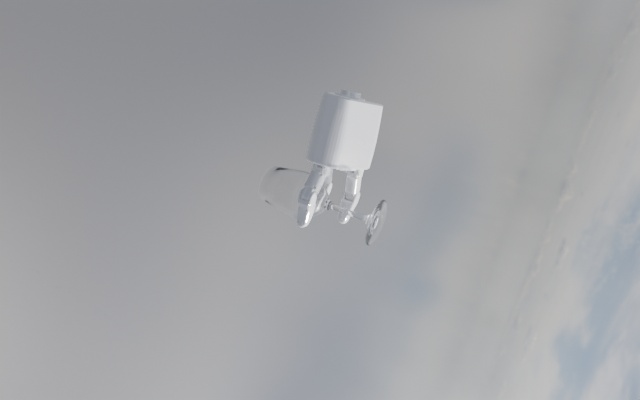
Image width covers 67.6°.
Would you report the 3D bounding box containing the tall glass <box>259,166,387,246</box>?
[{"bbox_3d":[0.001,0.003,0.767,0.201,0.079,0.079,20,8,23],"label":"tall glass"}]
